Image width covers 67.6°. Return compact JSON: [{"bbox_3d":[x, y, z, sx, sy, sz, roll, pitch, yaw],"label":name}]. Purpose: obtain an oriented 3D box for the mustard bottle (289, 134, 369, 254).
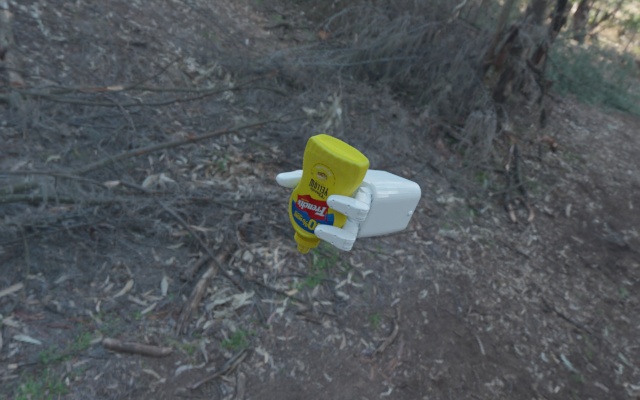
[{"bbox_3d":[0.000,0.002,0.734,0.096,0.192,0.058,32,31,20],"label":"mustard bottle"}]
